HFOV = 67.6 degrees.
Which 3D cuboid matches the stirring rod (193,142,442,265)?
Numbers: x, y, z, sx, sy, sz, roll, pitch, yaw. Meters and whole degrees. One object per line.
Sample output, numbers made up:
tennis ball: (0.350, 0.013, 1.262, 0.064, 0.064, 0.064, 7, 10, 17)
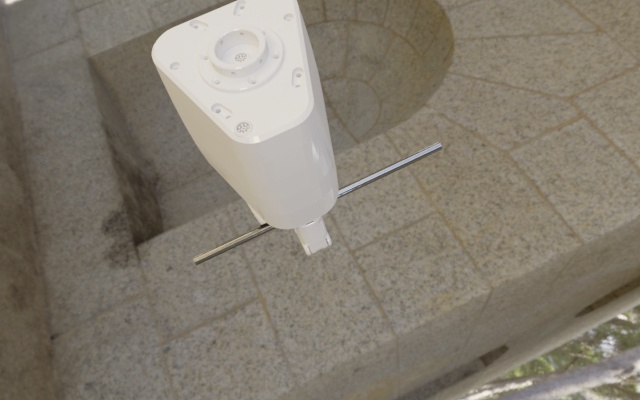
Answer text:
stirring rod: (0.000, 0.001, 0.422, 0.239, 0.011, 0.011, -25, 2, -5)
